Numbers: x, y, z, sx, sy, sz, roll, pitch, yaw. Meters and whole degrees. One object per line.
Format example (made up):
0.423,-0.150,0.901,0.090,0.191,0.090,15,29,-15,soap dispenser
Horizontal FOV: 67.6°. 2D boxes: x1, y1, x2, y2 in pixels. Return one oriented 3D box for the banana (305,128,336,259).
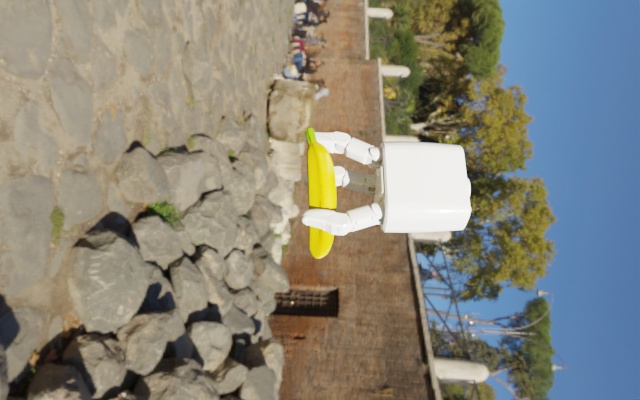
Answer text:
0.001,0.008,0.635,0.037,0.198,0.069,-2,27,-3,banana
